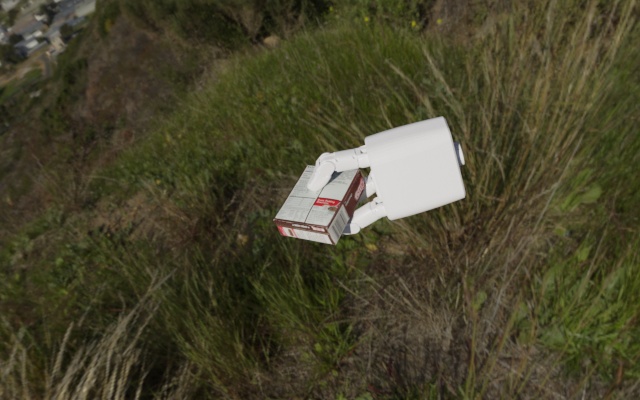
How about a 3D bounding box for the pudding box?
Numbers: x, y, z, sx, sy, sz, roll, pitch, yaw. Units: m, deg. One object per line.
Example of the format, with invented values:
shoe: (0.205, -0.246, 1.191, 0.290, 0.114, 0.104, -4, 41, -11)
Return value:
pudding box: (0.000, 0.002, 0.666, 0.090, 0.113, 0.039, 7, -40, 31)
